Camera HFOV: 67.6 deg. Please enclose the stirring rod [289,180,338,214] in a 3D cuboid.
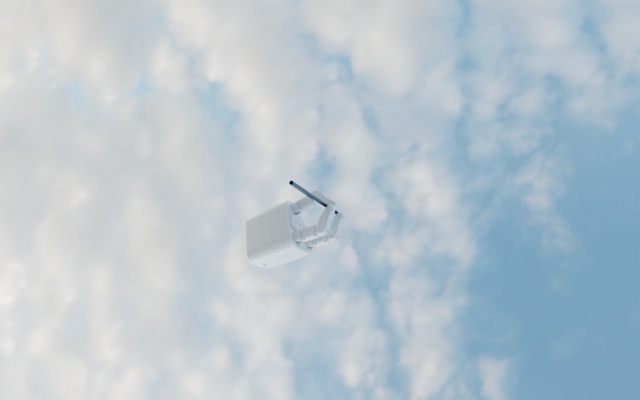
[{"bbox_3d":[0.000,0.003,0.888,0.011,0.011,0.239,0,-16,25],"label":"stirring rod"}]
